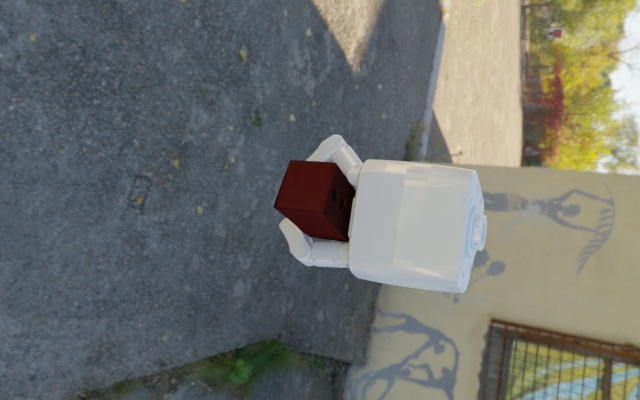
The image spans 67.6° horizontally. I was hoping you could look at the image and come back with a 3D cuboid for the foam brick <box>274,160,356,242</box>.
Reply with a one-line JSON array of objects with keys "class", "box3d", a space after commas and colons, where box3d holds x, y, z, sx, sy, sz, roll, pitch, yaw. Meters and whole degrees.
[{"class": "foam brick", "box3d": [0.000, 0.001, 0.468, 0.051, 0.053, 0.078, 6, -21, 27]}]
